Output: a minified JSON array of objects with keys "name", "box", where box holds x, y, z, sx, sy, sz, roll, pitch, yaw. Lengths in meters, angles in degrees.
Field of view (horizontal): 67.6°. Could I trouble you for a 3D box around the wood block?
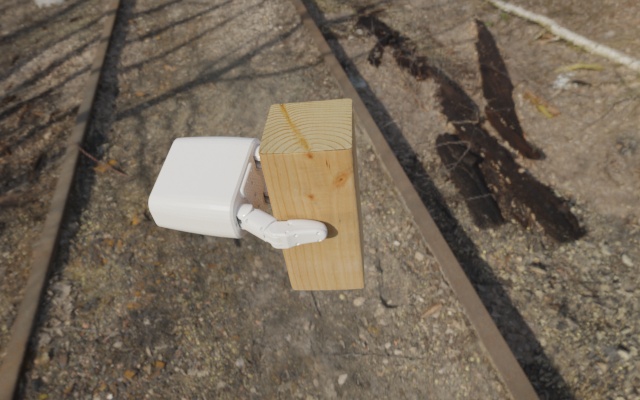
[{"name":"wood block","box":[0.000,0.002,0.537,0.090,0.206,0.090,-3,42,8]}]
